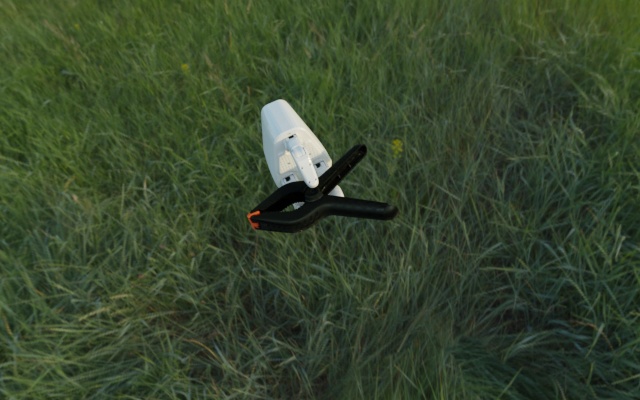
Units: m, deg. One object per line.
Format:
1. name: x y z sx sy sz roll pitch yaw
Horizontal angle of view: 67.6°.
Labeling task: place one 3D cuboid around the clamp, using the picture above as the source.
1. clamp: -0.001 0.002 0.686 0.210 0.036 0.164 -24 41 -4
